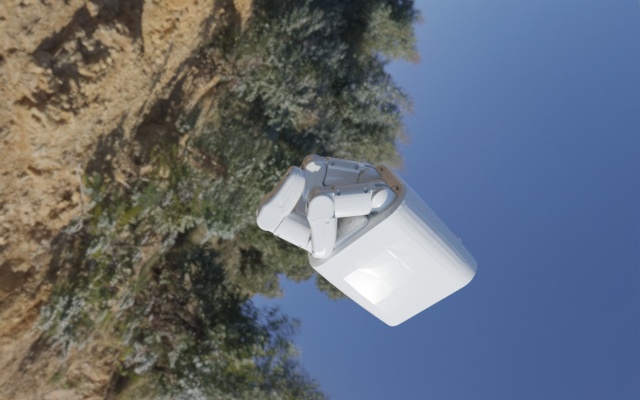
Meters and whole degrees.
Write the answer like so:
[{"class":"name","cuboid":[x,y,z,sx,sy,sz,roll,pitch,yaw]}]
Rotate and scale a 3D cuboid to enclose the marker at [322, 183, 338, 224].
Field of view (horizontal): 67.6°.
[{"class":"marker","cuboid":[0.000,0.001,0.468,0.020,0.020,0.121,0,21,-7]}]
